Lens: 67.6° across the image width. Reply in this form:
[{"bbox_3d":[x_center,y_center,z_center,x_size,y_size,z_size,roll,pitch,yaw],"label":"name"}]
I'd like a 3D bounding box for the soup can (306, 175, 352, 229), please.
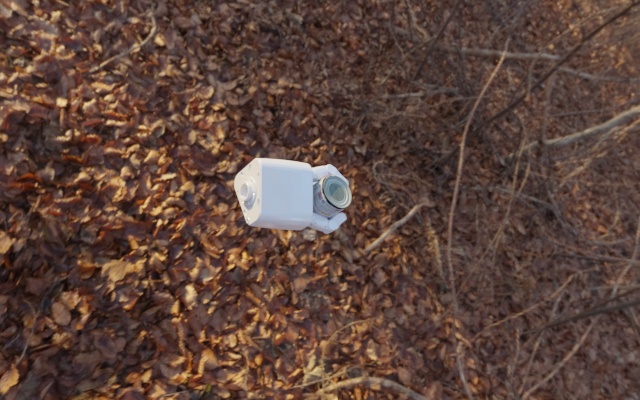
[{"bbox_3d":[0.001,0.003,0.879,0.068,0.068,0.102,0,-23,-41],"label":"soup can"}]
